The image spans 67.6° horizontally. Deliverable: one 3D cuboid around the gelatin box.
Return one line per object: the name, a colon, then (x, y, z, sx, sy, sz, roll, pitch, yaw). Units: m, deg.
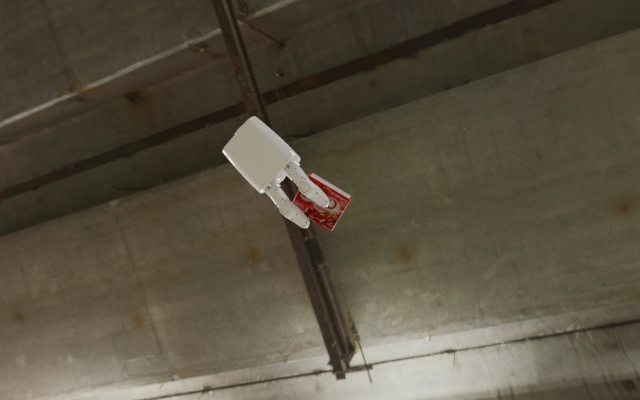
gelatin box: (0.001, 0.003, 0.862, 0.089, 0.073, 0.030, 31, 18, 2)
